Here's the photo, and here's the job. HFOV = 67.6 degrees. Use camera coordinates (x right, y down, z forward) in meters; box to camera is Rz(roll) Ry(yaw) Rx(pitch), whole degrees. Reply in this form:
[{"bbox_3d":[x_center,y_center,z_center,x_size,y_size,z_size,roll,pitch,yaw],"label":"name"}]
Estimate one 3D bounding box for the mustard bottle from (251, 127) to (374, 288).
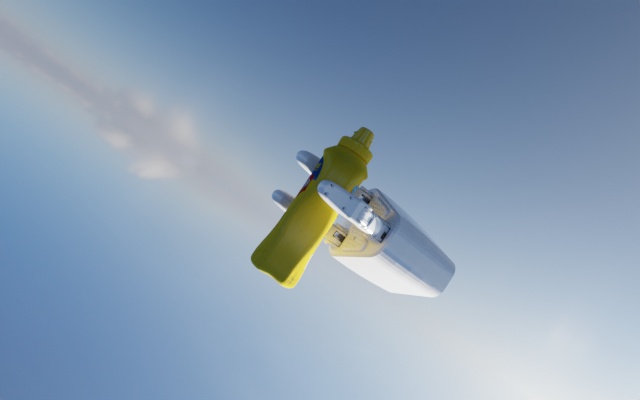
[{"bbox_3d":[0.000,0.002,0.524,0.058,0.191,0.096,35,-5,0],"label":"mustard bottle"}]
